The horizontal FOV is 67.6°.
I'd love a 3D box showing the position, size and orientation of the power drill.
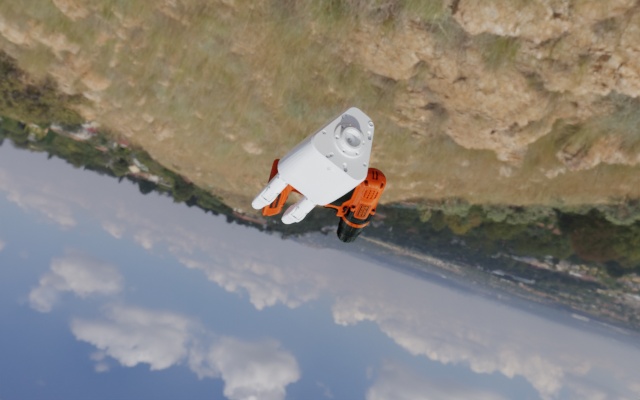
[{"bbox_3d":[0.000,0.002,0.809,0.187,0.057,0.185,9,-41,-10],"label":"power drill"}]
